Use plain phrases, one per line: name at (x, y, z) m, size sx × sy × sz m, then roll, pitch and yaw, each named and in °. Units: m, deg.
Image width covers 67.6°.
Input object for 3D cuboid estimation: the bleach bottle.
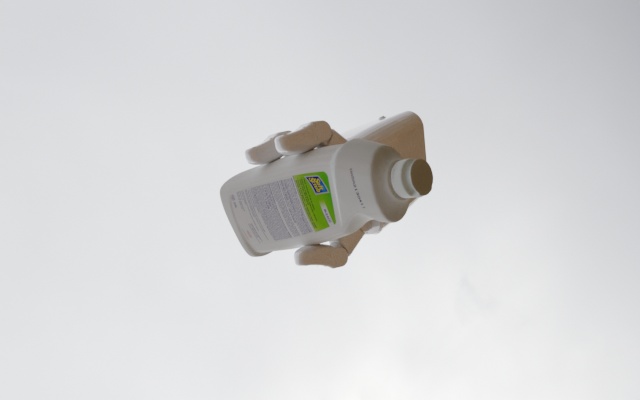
bleach bottle at (0.000, 0.001, 0.461) m, size 0.251 × 0.102 × 0.068 m, roll -8°, pitch 21°, yaw 49°
